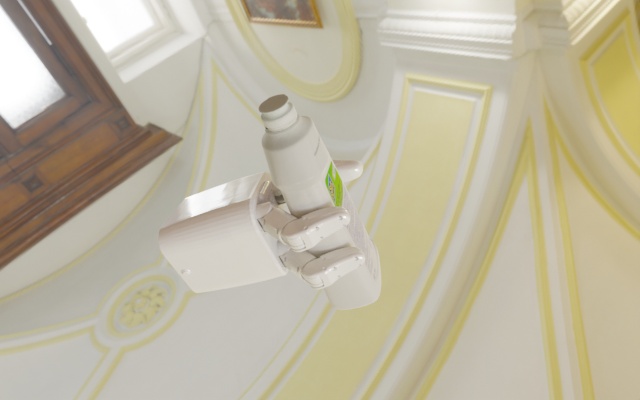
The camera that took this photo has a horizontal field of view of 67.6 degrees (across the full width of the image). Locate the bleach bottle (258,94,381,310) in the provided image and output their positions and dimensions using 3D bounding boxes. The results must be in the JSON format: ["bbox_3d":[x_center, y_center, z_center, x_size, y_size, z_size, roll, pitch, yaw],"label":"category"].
[{"bbox_3d":[0.000,0.002,0.492,0.068,0.251,0.102,-15,39,12],"label":"bleach bottle"}]
